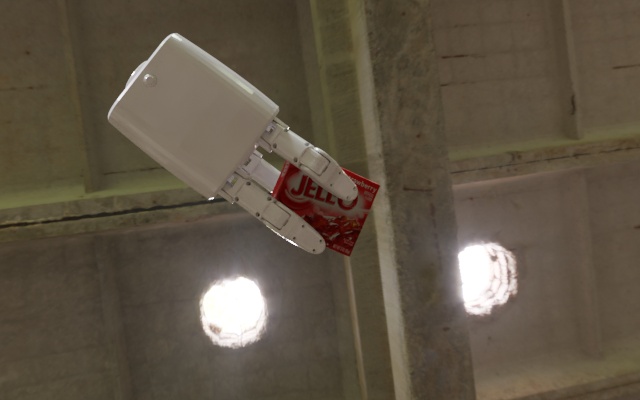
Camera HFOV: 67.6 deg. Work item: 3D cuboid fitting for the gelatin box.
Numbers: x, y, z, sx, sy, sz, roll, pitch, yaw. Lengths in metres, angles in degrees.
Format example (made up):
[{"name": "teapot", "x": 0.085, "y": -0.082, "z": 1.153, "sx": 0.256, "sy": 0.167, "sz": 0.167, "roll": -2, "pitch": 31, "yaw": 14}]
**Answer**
[{"name": "gelatin box", "x": 0.000, "y": 0.002, "z": 0.441, "sx": 0.089, "sy": 0.073, "sz": 0.030, "roll": 24, "pitch": -2, "yaw": -17}]
